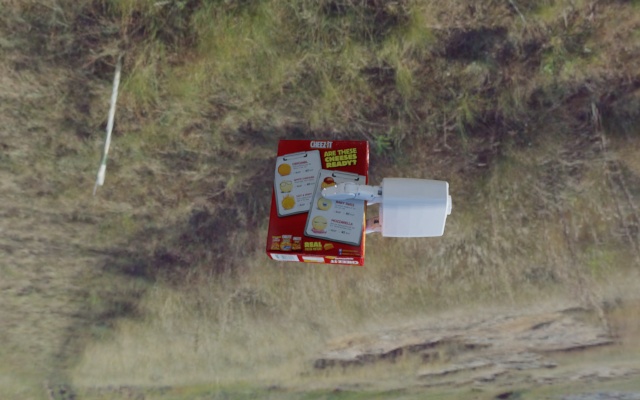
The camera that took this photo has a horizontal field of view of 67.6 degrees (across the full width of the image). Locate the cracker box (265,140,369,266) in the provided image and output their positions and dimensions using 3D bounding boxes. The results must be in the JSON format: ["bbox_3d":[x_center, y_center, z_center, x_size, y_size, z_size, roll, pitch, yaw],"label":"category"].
[{"bbox_3d":[0.000,0.003,0.843,0.164,0.213,0.072,2,-21,7],"label":"cracker box"}]
